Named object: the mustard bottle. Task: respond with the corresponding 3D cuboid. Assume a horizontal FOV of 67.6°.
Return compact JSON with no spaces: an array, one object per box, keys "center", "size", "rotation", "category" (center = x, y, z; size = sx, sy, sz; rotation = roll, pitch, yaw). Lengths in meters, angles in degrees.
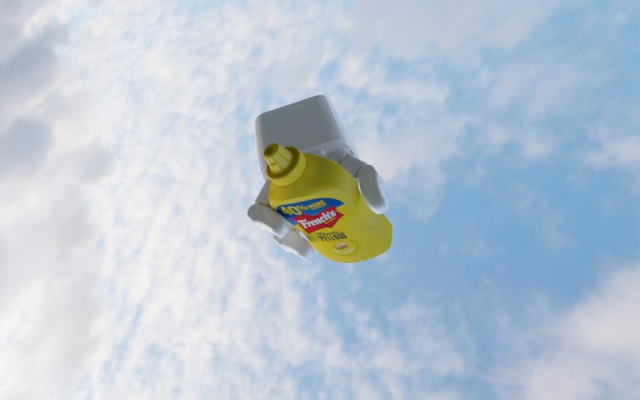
[{"center":[0.000,0.002,0.520],"size":[0.096,0.058,0.192],"rotation":[-9,-37,30],"category":"mustard bottle"}]
